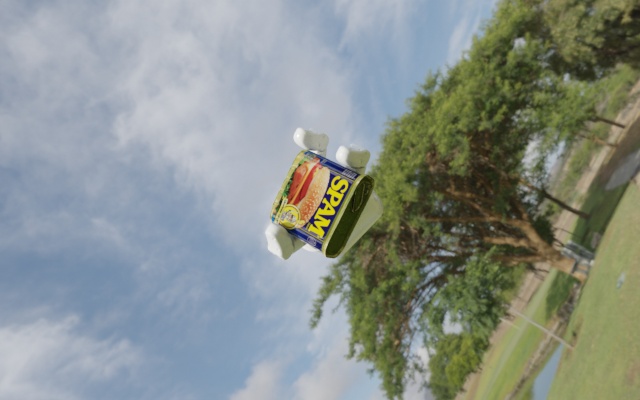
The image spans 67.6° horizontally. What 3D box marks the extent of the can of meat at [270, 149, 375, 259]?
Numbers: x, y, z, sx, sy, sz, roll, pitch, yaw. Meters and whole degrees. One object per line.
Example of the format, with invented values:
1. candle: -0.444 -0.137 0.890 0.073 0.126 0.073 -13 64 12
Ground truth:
1. can of meat: 0.000 0.002 0.548 0.084 0.102 0.057 27 2 23
